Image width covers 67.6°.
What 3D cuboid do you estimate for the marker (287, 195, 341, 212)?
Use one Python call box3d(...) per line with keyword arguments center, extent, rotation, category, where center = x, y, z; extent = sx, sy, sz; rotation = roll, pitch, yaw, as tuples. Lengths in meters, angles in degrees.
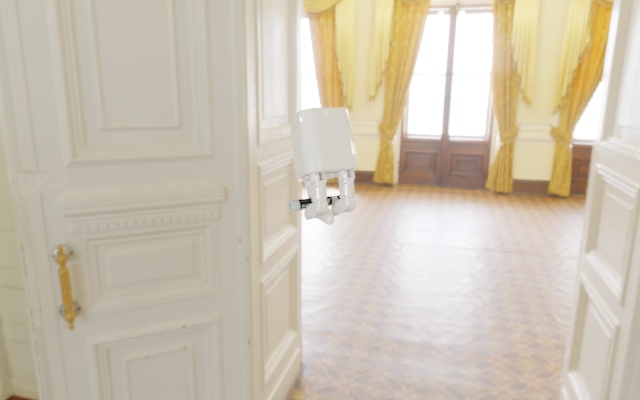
box3d(center=(0.000, 0.003, 0.825), extent=(0.121, 0.020, 0.020), rotation=(-7, 4, -30), category="marker")
